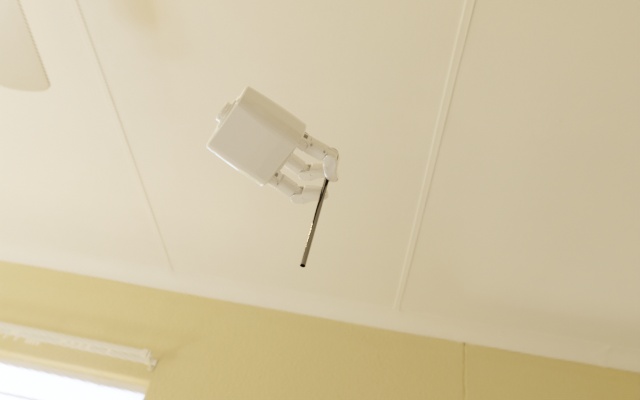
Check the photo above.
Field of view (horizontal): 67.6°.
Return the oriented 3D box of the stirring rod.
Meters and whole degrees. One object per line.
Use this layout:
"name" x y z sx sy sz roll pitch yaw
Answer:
"stirring rod" 0.000 0.002 0.717 0.011 0.239 0.011 8 -44 8
